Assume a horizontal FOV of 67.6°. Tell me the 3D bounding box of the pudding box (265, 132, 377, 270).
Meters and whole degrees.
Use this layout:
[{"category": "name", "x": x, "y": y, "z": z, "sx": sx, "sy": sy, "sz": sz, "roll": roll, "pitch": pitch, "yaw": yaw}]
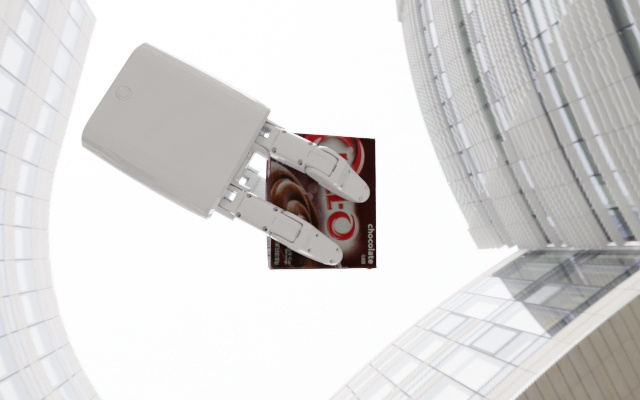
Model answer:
[{"category": "pudding box", "x": 0.000, "y": 0.001, "z": 0.400, "sx": 0.090, "sy": 0.113, "sz": 0.039, "roll": 1, "pitch": -4, "yaw": -15}]
